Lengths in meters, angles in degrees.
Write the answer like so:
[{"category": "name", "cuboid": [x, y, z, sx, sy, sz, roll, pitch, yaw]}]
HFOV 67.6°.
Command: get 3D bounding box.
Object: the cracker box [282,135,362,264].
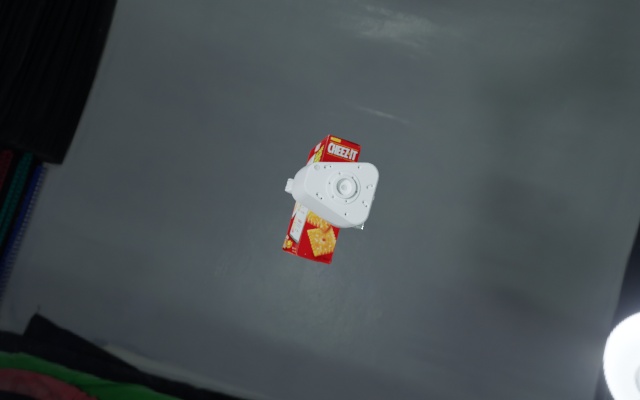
[{"category": "cracker box", "cuboid": [0.000, 0.003, 0.881, 0.072, 0.213, 0.164, 17, -7, -11]}]
